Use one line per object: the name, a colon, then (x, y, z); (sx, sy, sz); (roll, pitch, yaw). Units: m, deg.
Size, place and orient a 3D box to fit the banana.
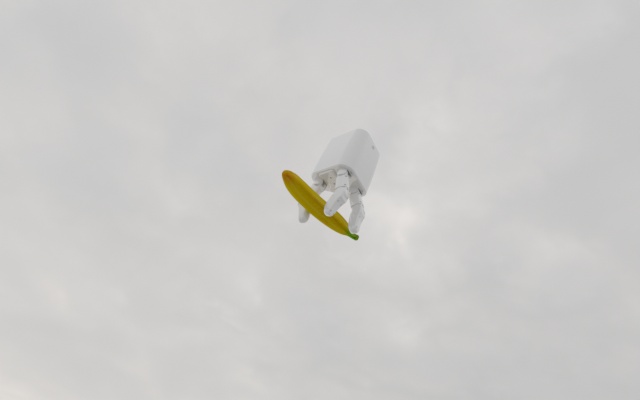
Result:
banana: (-0.006, 0.006, 0.904); (0.198, 0.037, 0.069); (40, -20, -21)
